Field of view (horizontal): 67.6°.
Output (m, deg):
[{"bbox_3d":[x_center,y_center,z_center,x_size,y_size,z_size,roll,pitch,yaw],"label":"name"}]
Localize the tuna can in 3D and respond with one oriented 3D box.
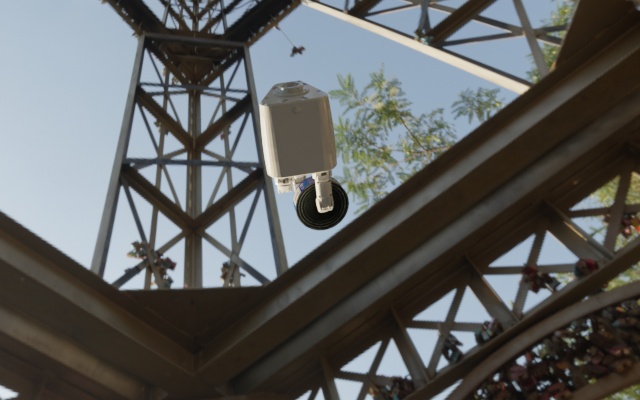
[{"bbox_3d":[0.000,0.002,0.763,0.086,0.086,0.033,0,24,-13],"label":"tuna can"}]
